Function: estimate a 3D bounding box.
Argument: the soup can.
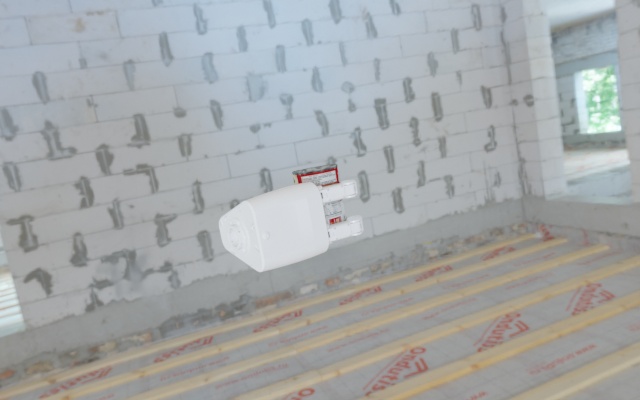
[{"bbox_3d":[0.000,0.002,0.704,0.068,0.102,0.068,-10,7,1],"label":"soup can"}]
